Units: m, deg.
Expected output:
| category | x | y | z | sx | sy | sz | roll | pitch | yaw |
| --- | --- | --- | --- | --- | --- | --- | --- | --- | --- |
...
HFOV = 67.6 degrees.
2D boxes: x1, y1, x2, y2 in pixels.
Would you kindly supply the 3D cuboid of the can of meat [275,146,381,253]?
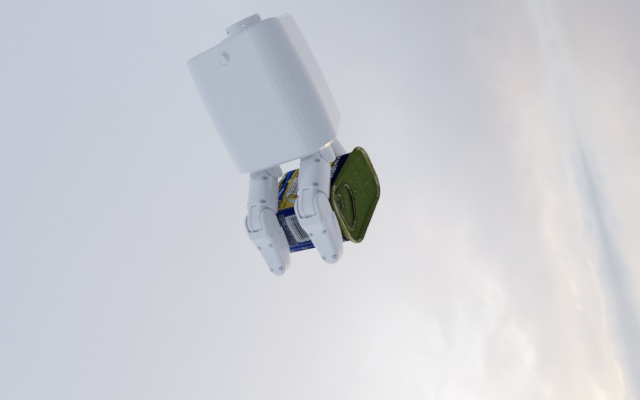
| category | x | y | z | sx | sy | sz | roll | pitch | yaw |
| --- | --- | --- | --- | --- | --- | --- | --- | --- | --- |
| can of meat | 0.000 | 0.002 | 0.445 | 0.084 | 0.057 | 0.102 | -14 | 27 | 29 |
